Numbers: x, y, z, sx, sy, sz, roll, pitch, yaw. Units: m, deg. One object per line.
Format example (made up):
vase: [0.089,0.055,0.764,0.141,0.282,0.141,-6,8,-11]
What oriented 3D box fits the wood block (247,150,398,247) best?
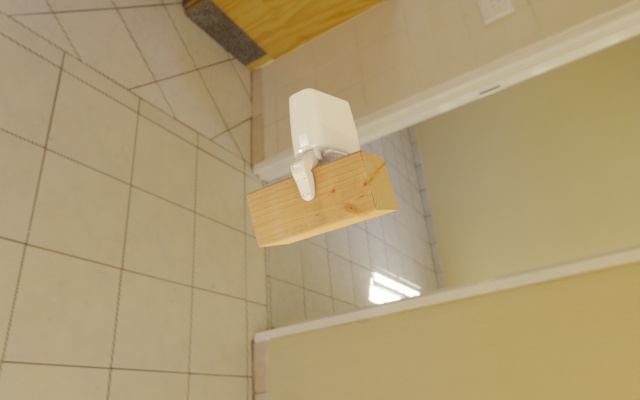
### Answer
wood block: [0.000,0.002,0.740,0.206,0.090,0.091,-19,-11,27]
